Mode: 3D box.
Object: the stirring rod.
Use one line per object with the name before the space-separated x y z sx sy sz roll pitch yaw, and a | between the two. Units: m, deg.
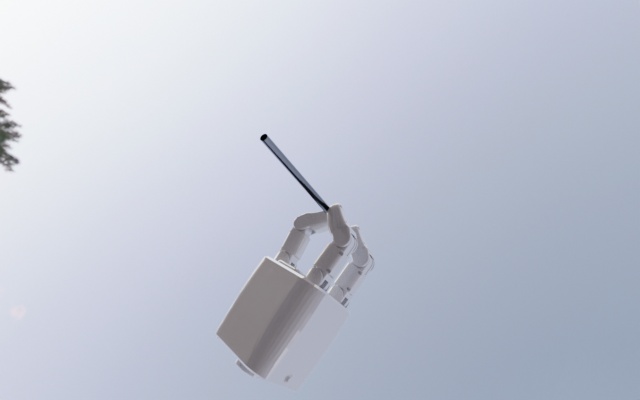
stirring rod | 0.000 0.002 0.521 0.011 0.011 0.240 0 -29 29
